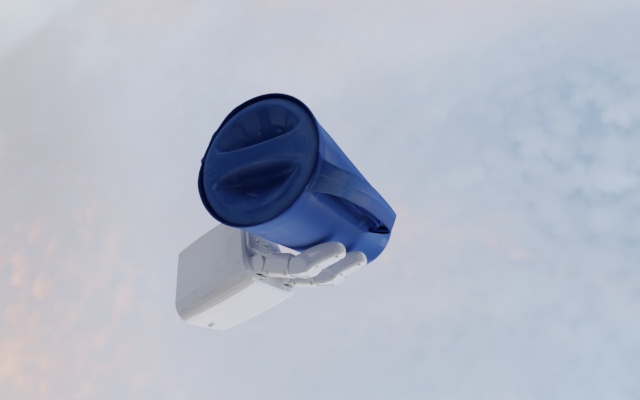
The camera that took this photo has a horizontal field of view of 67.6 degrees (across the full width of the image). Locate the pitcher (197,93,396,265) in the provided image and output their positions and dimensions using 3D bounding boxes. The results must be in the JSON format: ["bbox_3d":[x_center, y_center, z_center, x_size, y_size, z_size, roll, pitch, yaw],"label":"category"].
[{"bbox_3d":[0.000,0.002,0.522,0.145,0.149,0.243,-32,-31,15],"label":"pitcher"}]
